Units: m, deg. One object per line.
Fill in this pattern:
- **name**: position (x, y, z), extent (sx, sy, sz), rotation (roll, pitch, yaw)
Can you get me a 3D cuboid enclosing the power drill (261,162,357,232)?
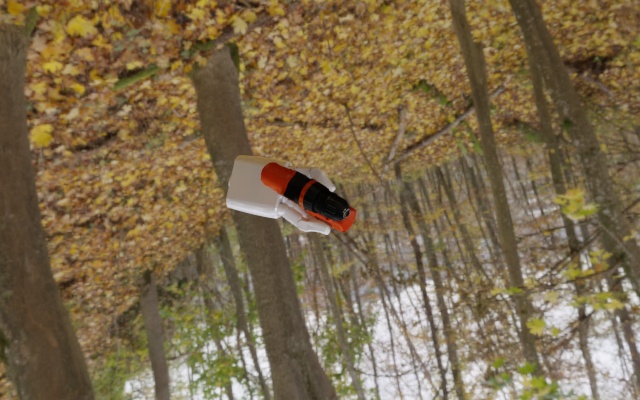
- **power drill**: position (0.000, 0.003, 0.874), extent (0.184, 0.057, 0.188), rotation (30, -4, 29)
